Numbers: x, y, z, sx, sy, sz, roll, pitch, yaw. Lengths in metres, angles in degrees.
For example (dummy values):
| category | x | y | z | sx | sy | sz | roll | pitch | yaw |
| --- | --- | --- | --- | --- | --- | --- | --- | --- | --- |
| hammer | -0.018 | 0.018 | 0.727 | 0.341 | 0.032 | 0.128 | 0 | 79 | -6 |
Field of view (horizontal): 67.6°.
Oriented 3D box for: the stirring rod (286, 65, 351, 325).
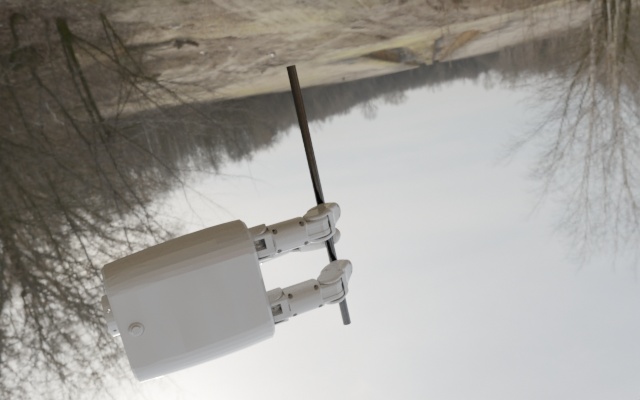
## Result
| category | x | y | z | sx | sy | sz | roll | pitch | yaw |
| --- | --- | --- | --- | --- | --- | --- | --- | --- | --- |
| stirring rod | 0.000 | 0.001 | 0.428 | 0.011 | 0.239 | 0.011 | -12 | 12 | 3 |
